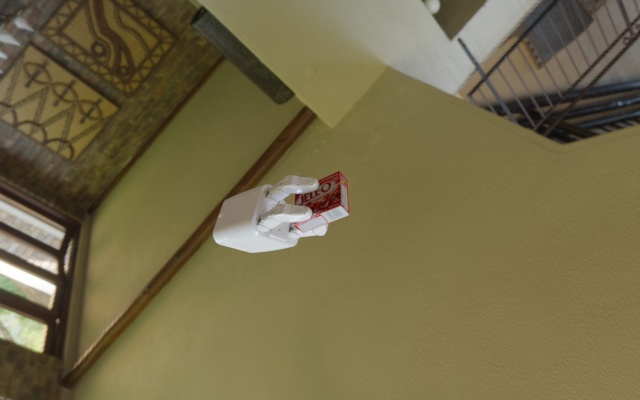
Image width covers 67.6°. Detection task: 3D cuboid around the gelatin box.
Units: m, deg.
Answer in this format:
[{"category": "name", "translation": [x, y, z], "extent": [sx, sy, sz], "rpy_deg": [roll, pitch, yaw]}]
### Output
[{"category": "gelatin box", "translation": [0.001, 0.003, 0.752], "extent": [0.089, 0.073, 0.030], "rpy_deg": [-23, -46, 24]}]
